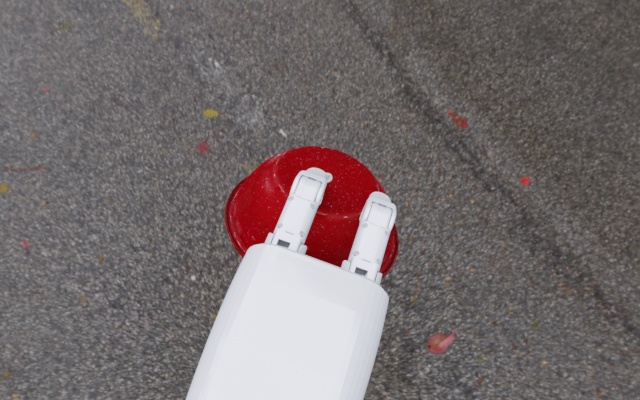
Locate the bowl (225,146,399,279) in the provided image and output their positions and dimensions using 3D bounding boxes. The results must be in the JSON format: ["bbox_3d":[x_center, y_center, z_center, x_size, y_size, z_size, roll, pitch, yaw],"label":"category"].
[{"bbox_3d":[0.000,0.000,0.420,0.162,0.055,0.162,10,41,-9],"label":"bowl"}]
